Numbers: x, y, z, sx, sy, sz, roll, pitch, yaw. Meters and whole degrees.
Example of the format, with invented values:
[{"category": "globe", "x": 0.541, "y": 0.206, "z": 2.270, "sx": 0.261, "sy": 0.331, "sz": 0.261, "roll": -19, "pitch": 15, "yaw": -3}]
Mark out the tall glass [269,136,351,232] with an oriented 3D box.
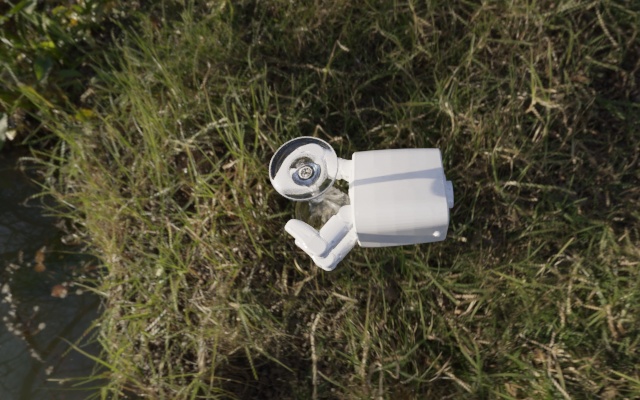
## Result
[{"category": "tall glass", "x": 0.000, "y": 0.002, "z": 0.588, "sx": 0.079, "sy": 0.079, "sz": 0.201, "roll": 0, "pitch": -21, "yaw": 11}]
